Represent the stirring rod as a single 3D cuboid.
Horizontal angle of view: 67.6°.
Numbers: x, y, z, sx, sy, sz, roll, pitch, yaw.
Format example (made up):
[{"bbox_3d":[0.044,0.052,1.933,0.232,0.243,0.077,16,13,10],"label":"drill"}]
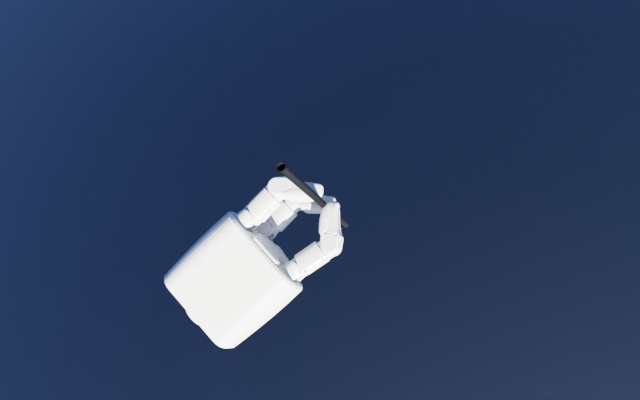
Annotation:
[{"bbox_3d":[0.000,0.002,0.515,0.011,0.011,0.239,0,-15,17],"label":"stirring rod"}]
